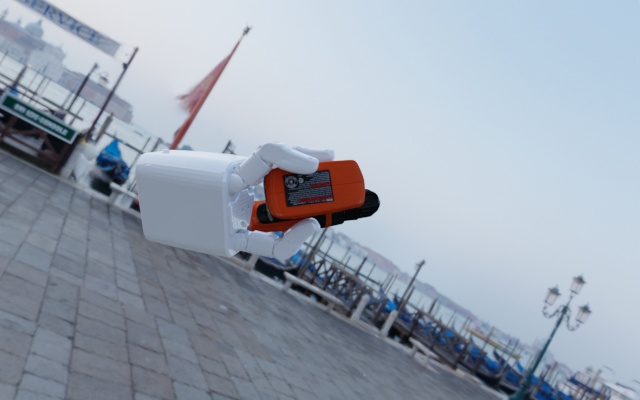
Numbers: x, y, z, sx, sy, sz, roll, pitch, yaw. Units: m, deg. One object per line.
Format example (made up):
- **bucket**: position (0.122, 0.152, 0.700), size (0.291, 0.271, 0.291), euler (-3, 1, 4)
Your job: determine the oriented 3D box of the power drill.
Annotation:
- **power drill**: position (0.000, 0.002, 0.587), size (0.184, 0.057, 0.188), euler (-9, -11, -8)
